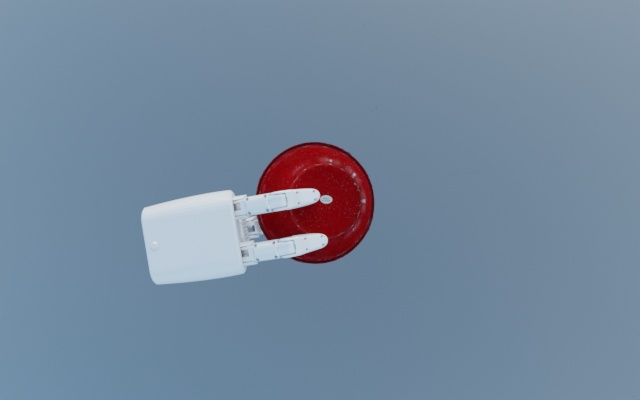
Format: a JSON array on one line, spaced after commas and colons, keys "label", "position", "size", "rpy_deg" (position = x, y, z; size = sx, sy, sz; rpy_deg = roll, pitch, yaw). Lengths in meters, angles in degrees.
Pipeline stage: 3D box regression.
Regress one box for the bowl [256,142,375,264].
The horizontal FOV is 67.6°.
[{"label": "bowl", "position": [0.001, 0.001, 0.606], "size": [0.162, 0.162, 0.055], "rpy_deg": [0, -2, -13]}]
